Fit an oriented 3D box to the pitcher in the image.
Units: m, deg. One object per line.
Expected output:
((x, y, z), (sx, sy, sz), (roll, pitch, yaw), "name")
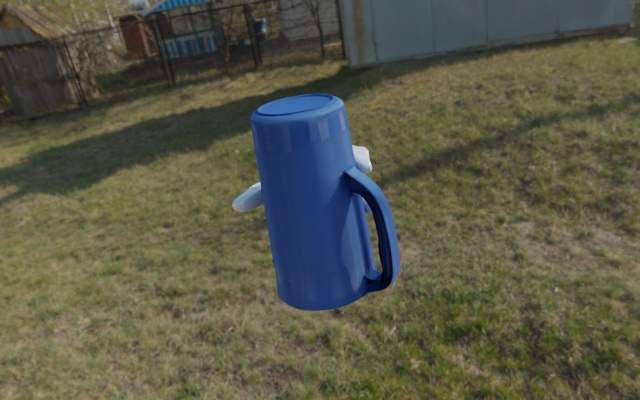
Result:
((0.000, 0.002, 0.578), (0.149, 0.243, 0.145), (-12, 24, -6), "pitcher")
